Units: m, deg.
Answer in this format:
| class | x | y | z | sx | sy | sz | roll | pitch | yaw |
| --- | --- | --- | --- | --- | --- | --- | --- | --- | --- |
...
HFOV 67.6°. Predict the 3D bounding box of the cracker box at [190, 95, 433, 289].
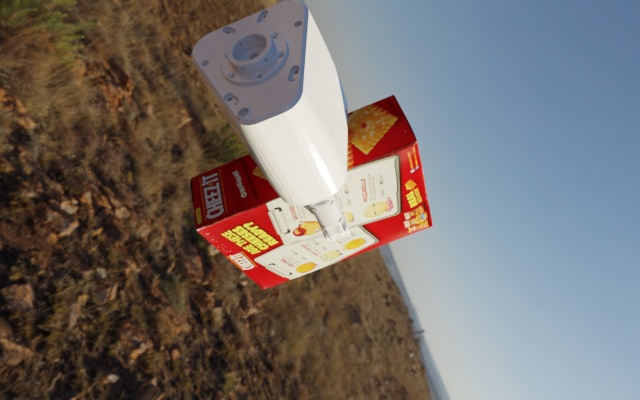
| class | x | y | z | sx | sy | sz | roll | pitch | yaw |
| --- | --- | --- | --- | --- | --- | --- | --- | --- | --- |
| cracker box | 0.000 | 0.002 | 0.501 | 0.214 | 0.072 | 0.164 | -21 | -34 | 6 |
